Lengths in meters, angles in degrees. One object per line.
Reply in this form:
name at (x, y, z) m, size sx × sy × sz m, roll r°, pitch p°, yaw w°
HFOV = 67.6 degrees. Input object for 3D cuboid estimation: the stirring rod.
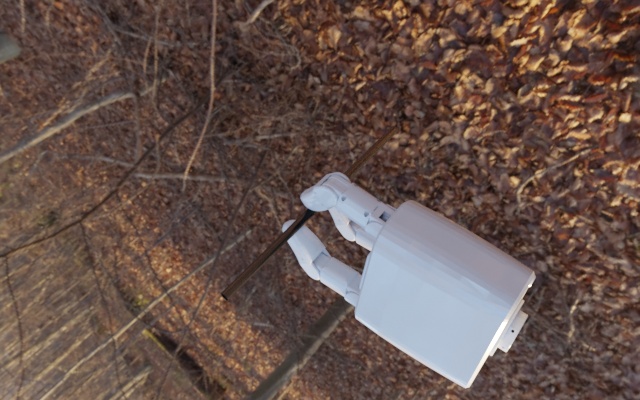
stirring rod at (0.000, 0.001, 0.431) m, size 0.239 × 0.011 × 0.011 m, roll -44°, pitch 25°, yaw -28°
